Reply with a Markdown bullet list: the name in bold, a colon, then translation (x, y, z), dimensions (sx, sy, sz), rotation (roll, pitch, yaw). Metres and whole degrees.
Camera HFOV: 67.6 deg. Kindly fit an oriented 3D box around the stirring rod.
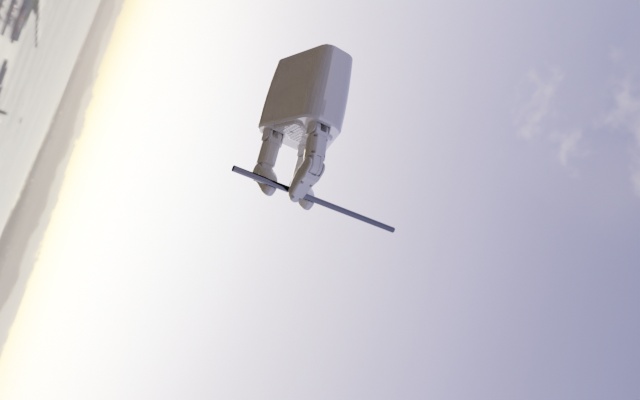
- **stirring rod**: translation (0.000, 0.002, 0.597), dimensions (0.239, 0.011, 0.011), rotation (21, -10, -28)
